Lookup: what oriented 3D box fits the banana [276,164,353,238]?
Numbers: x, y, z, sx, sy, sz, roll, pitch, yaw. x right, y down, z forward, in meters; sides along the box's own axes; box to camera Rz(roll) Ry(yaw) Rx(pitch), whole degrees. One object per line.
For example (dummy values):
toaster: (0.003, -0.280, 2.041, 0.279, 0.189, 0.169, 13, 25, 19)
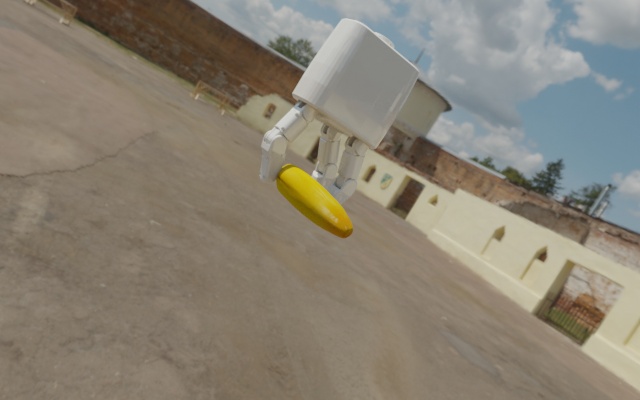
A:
banana: (-0.016, -0.009, 0.536, 0.069, 0.037, 0.197, 33, 3, -18)
